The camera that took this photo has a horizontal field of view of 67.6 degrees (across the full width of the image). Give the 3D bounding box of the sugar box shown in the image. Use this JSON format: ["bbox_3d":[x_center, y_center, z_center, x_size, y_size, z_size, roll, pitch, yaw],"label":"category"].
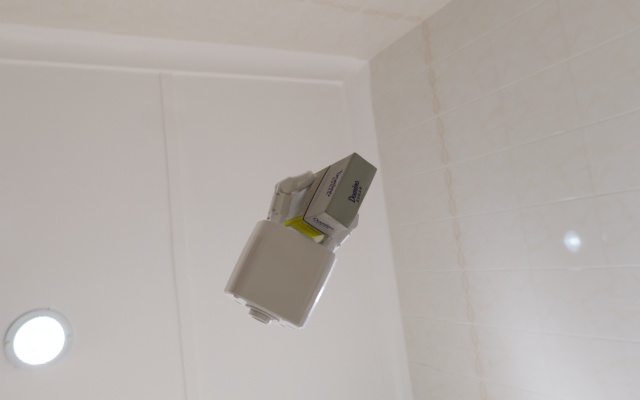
[{"bbox_3d":[0.000,0.003,0.655,0.048,0.093,0.176,35,-23,-19],"label":"sugar box"}]
